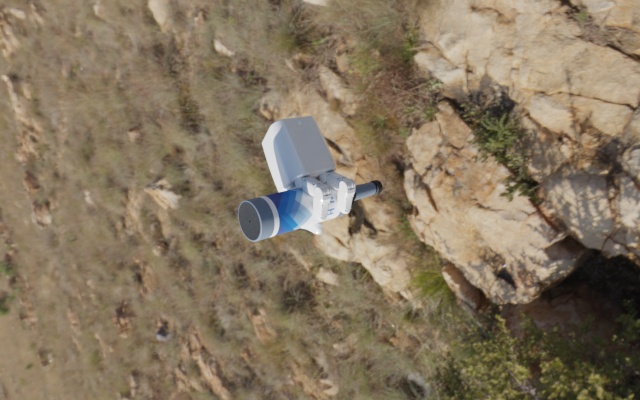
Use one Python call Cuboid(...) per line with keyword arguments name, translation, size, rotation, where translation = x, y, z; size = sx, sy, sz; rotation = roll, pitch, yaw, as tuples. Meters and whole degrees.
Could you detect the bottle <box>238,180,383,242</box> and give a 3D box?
Cuboid(name="bottle", translation=(0.000, 0.003, 0.832), size=(0.295, 0.069, 0.069), rotation=(-15, 9, -39))
